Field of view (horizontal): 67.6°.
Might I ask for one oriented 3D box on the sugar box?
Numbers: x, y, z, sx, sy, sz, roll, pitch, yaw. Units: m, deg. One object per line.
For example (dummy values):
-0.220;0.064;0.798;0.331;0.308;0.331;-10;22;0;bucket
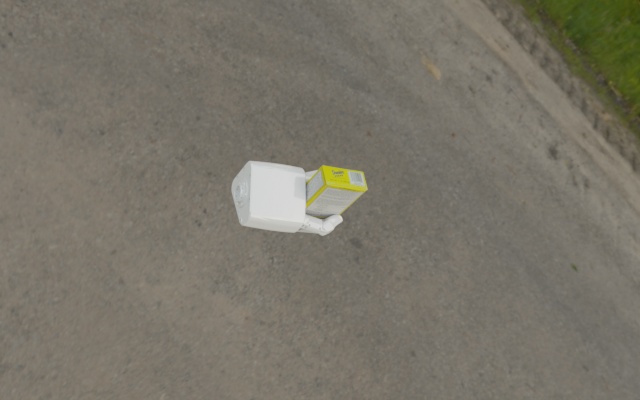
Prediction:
0.000;0.002;0.897;0.093;0.048;0.176;8;-32;-32;sugar box
